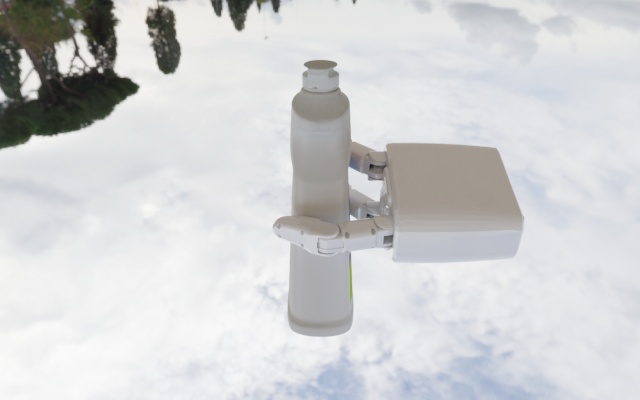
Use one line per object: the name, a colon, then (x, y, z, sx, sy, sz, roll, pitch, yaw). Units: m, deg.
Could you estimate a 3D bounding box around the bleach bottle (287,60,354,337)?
bleach bottle: (0.000, 0.001, 0.444, 0.068, 0.251, 0.102, 0, 31, 0)
